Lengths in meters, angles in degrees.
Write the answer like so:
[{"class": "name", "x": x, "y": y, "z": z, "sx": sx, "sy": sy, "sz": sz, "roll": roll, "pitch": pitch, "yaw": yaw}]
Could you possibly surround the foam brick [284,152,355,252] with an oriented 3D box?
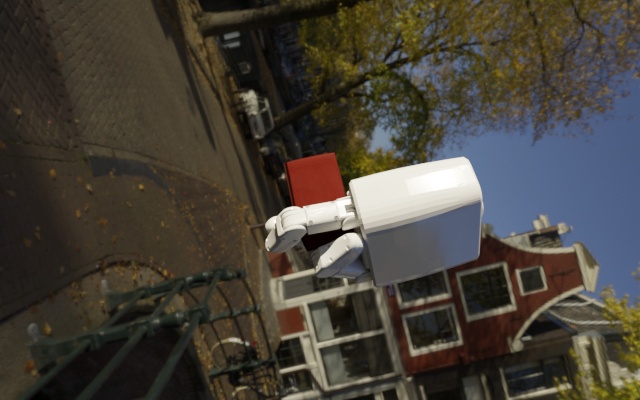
[{"class": "foam brick", "x": 0.000, "y": 0.001, "z": 0.467, "sx": 0.051, "sy": 0.078, "sz": 0.053, "roll": -14, "pitch": -28, "yaw": 3}]
